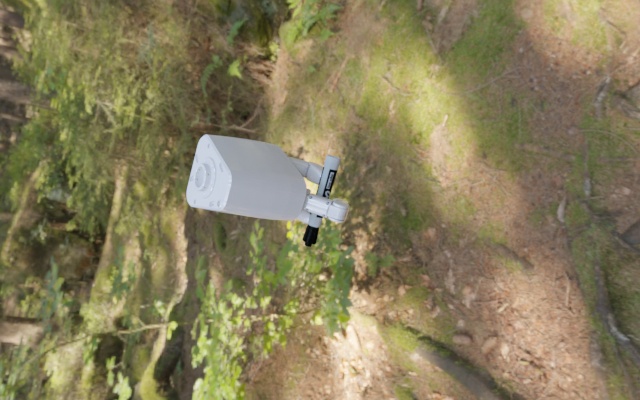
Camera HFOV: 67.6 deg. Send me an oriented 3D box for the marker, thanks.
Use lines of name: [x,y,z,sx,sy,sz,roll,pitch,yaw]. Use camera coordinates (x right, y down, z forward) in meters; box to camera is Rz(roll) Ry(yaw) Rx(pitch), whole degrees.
marker: [0.000,0.002,0.610,0.020,0.121,0.020,16,11,-3]
